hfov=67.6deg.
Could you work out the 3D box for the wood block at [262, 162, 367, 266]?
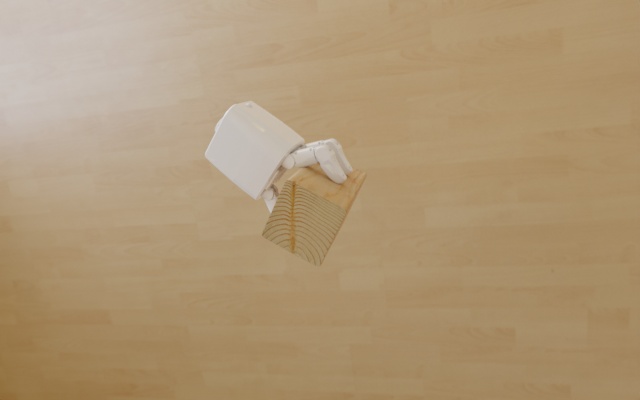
[{"bbox_3d":[0.000,0.002,0.707,0.090,0.091,0.206,28,20,4],"label":"wood block"}]
